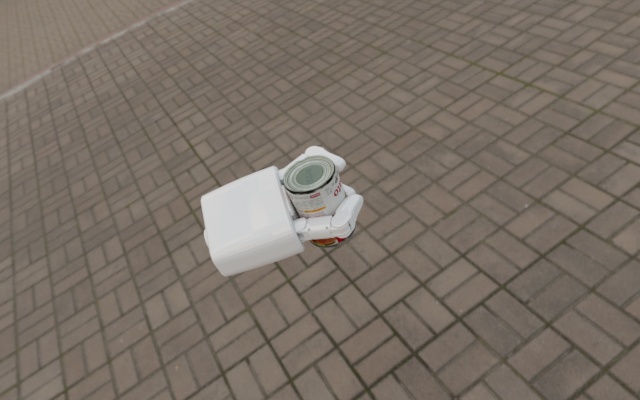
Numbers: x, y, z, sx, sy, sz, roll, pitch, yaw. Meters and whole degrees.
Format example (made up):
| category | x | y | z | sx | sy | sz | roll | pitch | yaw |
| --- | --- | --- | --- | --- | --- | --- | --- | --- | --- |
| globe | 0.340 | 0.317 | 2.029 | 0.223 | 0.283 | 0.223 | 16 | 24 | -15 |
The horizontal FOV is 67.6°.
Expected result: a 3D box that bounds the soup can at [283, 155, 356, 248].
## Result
| category | x | y | z | sx | sy | sz | roll | pitch | yaw |
| --- | --- | --- | --- | --- | --- | --- | --- | --- | --- |
| soup can | 0.000 | 0.002 | 0.602 | 0.068 | 0.068 | 0.102 | 0 | -44 | 24 |
